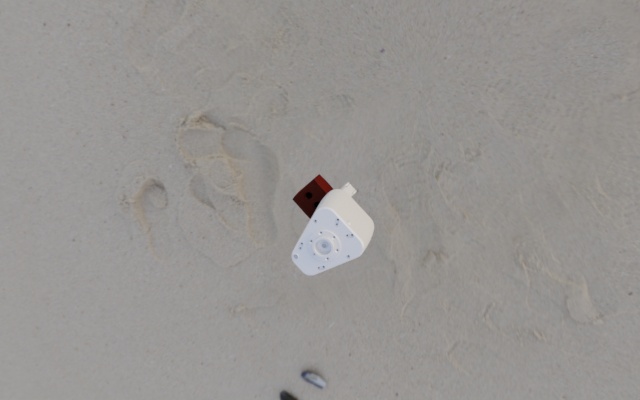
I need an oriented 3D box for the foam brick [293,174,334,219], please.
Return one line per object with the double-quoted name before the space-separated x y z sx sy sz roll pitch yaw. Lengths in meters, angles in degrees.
"foam brick" 0.000 0.003 0.820 0.053 0.078 0.051 -42 2 19
